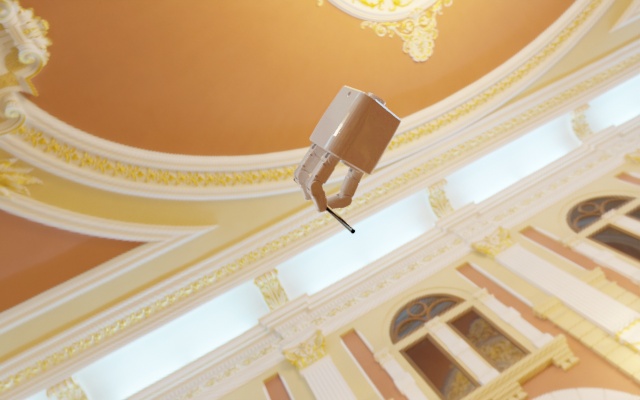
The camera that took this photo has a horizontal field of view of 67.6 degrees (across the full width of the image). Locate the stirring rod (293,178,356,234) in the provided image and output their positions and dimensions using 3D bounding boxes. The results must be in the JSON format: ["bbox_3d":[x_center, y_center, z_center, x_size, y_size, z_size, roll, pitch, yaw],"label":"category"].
[{"bbox_3d":[0.000,0.003,0.790,0.011,0.011,0.239,0,21,-25],"label":"stirring rod"}]
